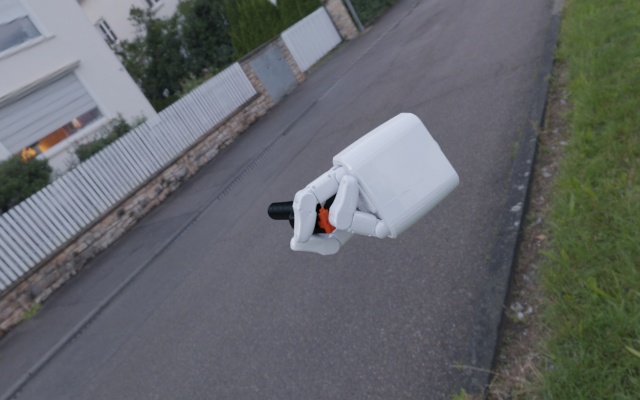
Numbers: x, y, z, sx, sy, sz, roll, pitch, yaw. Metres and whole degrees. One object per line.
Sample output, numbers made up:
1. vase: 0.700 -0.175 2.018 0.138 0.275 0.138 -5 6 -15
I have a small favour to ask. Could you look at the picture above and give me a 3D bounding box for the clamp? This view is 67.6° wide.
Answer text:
1. clamp: 0.000 0.002 0.631 0.120 0.039 0.171 -36 20 -11
